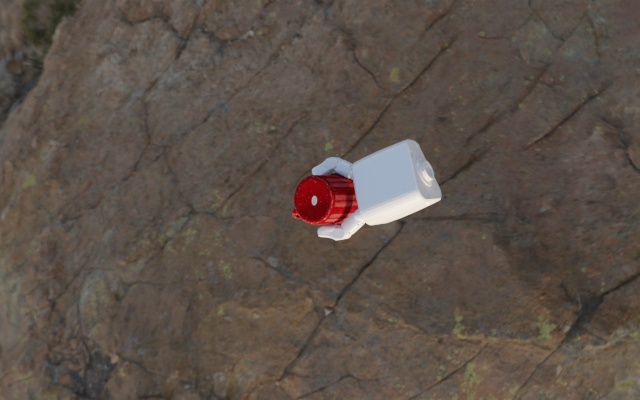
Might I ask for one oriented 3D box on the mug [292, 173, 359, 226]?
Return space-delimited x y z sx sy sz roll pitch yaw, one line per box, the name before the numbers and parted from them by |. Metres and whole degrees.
mug | -0.001 0.003 0.812 0.117 0.093 0.081 -25 -13 32
